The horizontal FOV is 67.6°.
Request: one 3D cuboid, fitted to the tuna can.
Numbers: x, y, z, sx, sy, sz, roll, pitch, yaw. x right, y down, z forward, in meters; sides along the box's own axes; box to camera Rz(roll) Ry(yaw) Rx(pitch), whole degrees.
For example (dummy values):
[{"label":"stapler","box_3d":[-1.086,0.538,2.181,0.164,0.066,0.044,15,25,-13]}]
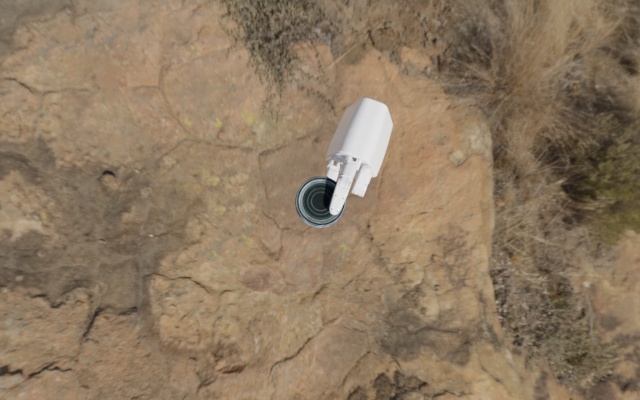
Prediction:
[{"label":"tuna can","box_3d":[0.000,0.003,0.804,0.086,0.086,0.034,0,-5,-2]}]
